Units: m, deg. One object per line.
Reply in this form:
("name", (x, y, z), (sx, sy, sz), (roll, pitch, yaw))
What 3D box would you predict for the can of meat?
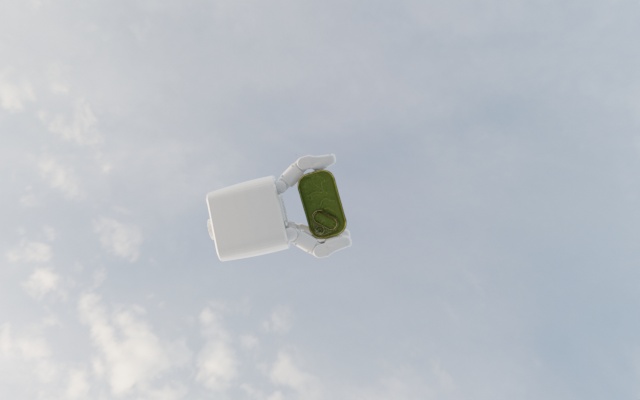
("can of meat", (0.000, 0.002, 0.747), (0.057, 0.102, 0.084), (-16, 6, -2))
